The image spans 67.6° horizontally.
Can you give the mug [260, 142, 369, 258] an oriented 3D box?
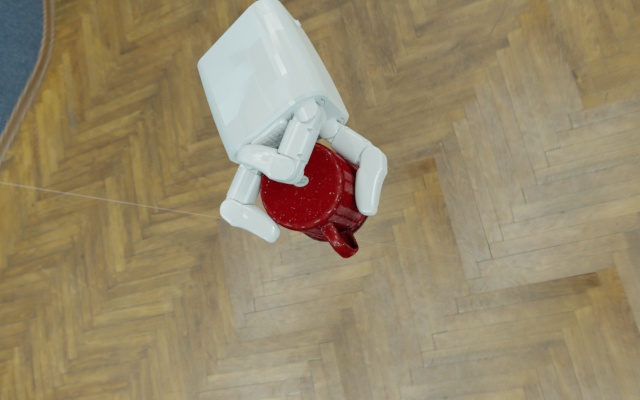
[{"bbox_3d":[0.001,0.003,0.449,0.093,0.117,0.081,-29,-17,15],"label":"mug"}]
